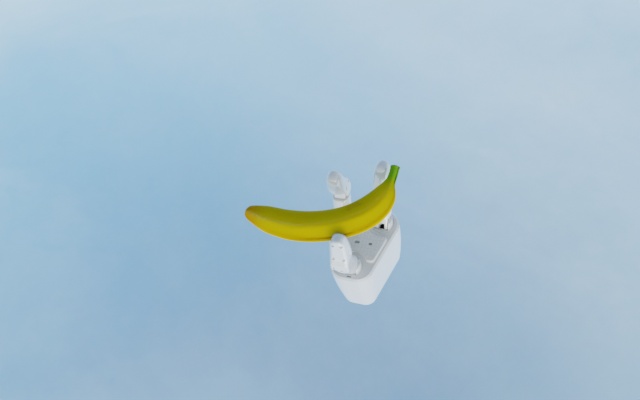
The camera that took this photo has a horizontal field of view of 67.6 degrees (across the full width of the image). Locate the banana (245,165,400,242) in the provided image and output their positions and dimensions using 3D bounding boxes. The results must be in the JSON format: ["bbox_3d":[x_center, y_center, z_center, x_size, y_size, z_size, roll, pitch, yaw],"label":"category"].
[{"bbox_3d":[0.007,0.017,0.573,0.198,0.069,0.037,-15,-30,5],"label":"banana"}]
